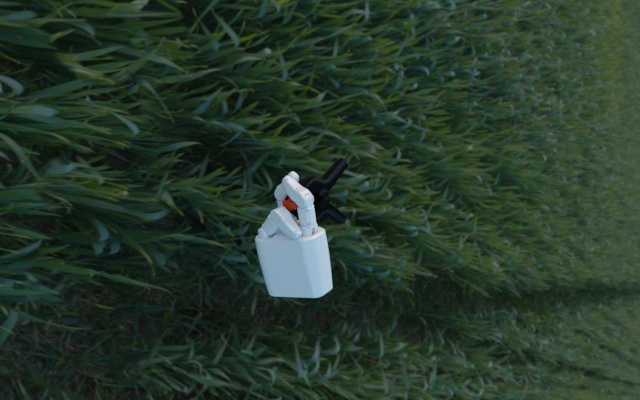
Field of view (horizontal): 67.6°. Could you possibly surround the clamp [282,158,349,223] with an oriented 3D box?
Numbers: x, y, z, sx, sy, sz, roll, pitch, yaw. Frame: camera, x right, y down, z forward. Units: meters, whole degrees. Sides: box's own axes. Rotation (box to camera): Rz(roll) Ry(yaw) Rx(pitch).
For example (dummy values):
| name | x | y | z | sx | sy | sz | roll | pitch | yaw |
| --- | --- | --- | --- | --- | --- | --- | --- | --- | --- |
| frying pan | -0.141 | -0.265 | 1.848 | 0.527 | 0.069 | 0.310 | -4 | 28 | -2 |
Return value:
| name | x | y | z | sx | sy | sz | roll | pitch | yaw |
| --- | --- | --- | --- | --- | --- | --- | --- | --- | --- |
| clamp | 0.001 | 0.003 | 0.832 | 0.039 | 0.120 | 0.171 | 3 | 20 | 39 |
